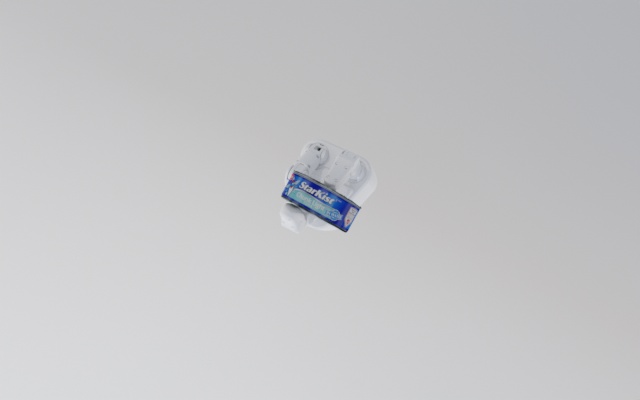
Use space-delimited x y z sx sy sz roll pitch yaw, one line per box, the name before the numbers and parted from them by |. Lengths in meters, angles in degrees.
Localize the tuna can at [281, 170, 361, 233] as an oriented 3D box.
tuna can | 0.000 0.002 0.527 0.086 0.034 0.086 29 -2 1
